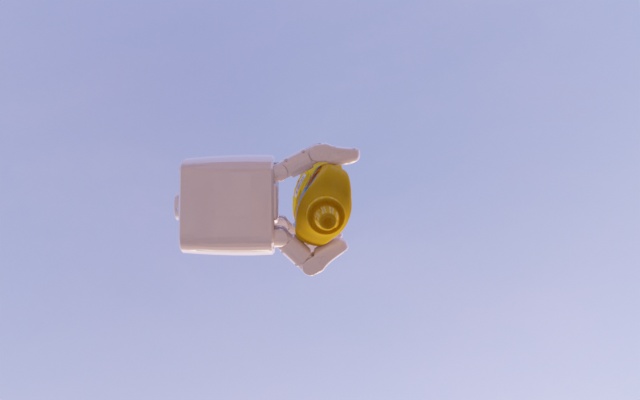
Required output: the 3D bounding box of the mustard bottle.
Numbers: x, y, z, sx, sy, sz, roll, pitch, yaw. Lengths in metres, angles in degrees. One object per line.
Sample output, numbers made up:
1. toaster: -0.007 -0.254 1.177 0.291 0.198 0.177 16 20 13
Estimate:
1. mustard bottle: 0.000 0.002 0.569 0.058 0.096 0.191 24 9 -8
